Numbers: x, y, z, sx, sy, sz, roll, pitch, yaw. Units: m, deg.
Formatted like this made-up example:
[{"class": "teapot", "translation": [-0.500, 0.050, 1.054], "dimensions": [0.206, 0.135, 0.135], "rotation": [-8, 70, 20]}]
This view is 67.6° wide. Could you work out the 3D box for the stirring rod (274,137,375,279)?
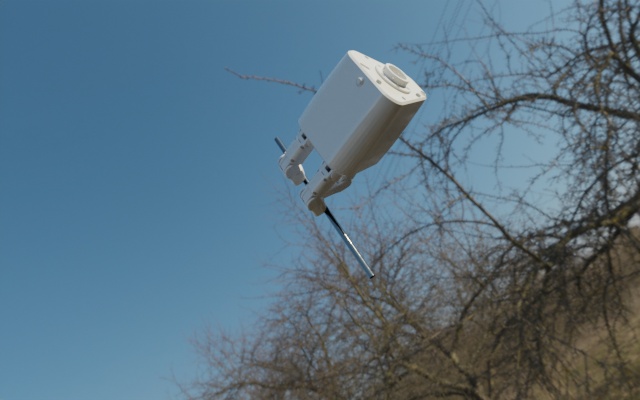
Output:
[{"class": "stirring rod", "translation": [0.000, 0.002, 0.621], "dimensions": [0.011, 0.239, 0.011], "rotation": [-27, -27, -15]}]
